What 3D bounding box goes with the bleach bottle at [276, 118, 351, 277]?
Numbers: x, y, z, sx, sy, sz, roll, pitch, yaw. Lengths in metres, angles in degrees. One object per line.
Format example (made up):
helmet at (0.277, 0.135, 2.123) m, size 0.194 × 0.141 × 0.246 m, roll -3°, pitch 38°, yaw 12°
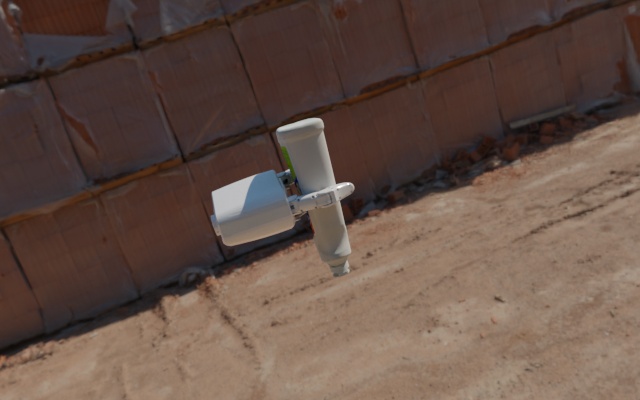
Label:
bleach bottle at (0.000, 0.002, 0.739) m, size 0.068 × 0.251 × 0.102 m, roll -19°, pitch 13°, yaw -7°
